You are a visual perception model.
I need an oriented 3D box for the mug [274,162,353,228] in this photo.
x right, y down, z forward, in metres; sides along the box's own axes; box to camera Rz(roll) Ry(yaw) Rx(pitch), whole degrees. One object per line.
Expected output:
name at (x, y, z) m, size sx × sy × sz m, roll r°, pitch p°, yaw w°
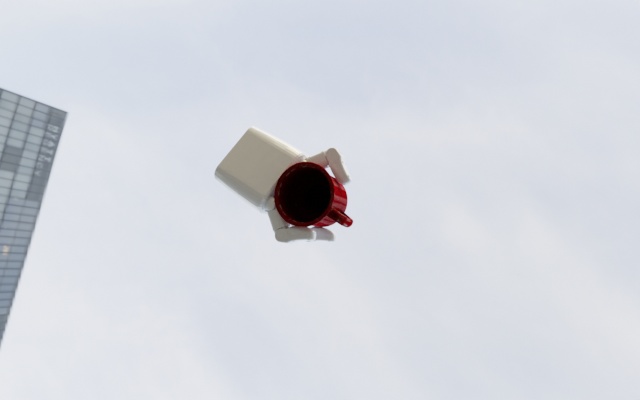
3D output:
mug at (0.001, 0.003, 0.700) m, size 0.117 × 0.093 × 0.081 m, roll 33°, pitch 5°, yaw 22°
